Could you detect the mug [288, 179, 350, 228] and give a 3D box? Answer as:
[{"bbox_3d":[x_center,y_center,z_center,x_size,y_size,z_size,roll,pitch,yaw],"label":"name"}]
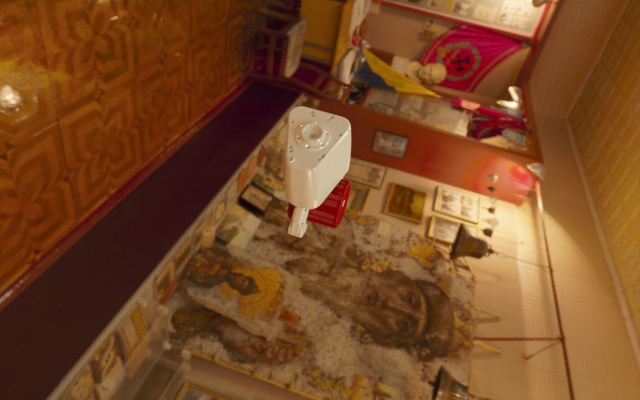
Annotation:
[{"bbox_3d":[0.000,0.003,0.796,0.081,0.093,0.117,16,-27,9],"label":"mug"}]
